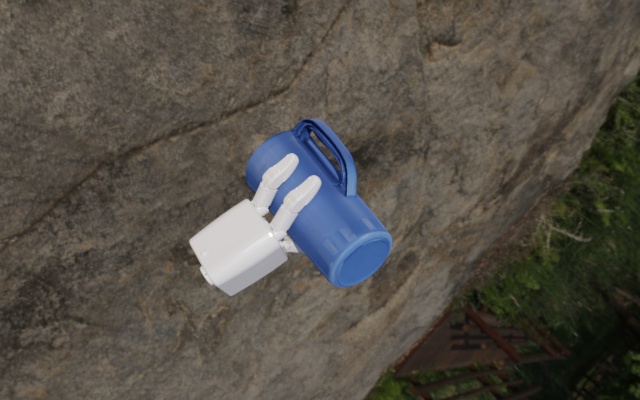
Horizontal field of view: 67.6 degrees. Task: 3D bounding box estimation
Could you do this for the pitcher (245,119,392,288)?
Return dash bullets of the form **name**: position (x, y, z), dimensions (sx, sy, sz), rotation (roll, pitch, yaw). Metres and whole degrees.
- **pitcher**: position (0.000, 0.002, 0.718), dimensions (0.145, 0.242, 0.149), rotation (-34, -35, -9)
